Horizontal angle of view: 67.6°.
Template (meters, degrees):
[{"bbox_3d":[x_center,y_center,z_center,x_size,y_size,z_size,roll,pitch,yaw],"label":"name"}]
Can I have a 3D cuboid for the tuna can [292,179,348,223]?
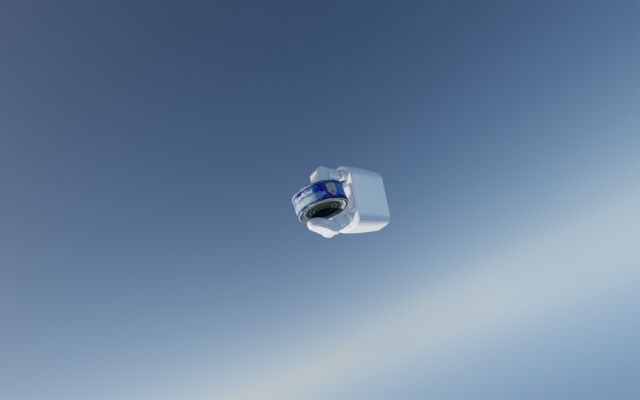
[{"bbox_3d":[0.000,0.003,0.760,0.086,0.033,0.086,-17,-23,-7],"label":"tuna can"}]
